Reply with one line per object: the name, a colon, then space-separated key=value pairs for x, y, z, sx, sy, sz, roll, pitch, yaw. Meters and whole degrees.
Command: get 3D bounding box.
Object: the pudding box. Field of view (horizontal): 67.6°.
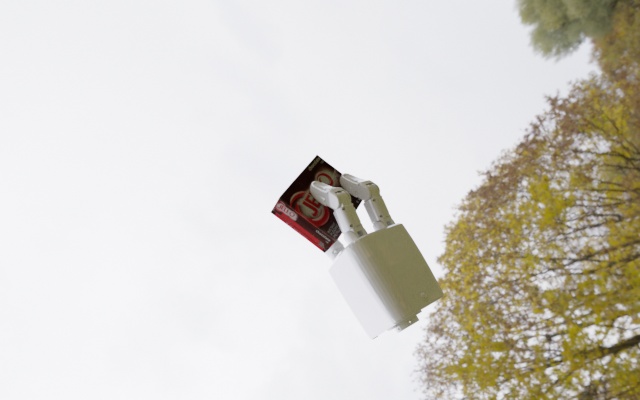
pudding box: x=0.000 y=0.002 z=0.636 sx=0.039 sy=0.090 sz=0.113 roll=-52 pitch=1 yaw=43
